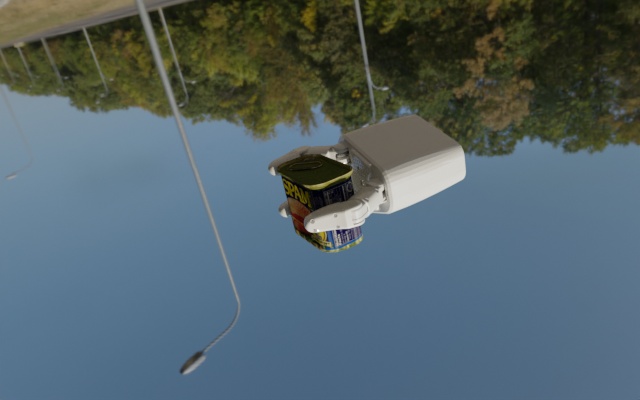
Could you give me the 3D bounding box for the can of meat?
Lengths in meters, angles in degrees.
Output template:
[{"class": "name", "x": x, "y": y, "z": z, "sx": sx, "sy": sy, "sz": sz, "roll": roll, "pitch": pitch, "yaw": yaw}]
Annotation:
[{"class": "can of meat", "x": 0.000, "y": 0.002, "z": 0.534, "sx": 0.057, "sy": 0.084, "sz": 0.102, "roll": -23, "pitch": 25, "yaw": -22}]
